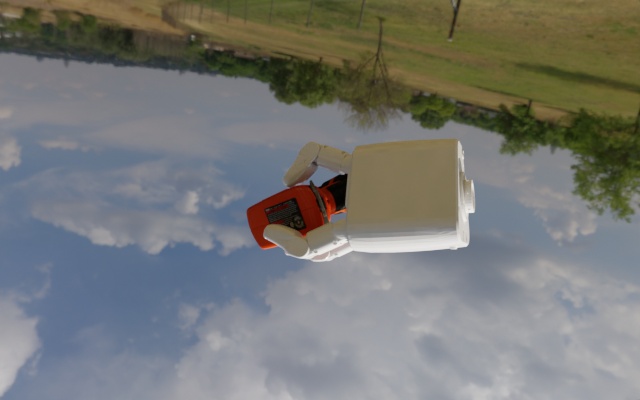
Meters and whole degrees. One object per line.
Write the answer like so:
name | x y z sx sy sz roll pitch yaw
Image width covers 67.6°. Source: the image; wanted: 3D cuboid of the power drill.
power drill | 0.000 0.002 0.597 0.184 0.057 0.187 -23 1 41
